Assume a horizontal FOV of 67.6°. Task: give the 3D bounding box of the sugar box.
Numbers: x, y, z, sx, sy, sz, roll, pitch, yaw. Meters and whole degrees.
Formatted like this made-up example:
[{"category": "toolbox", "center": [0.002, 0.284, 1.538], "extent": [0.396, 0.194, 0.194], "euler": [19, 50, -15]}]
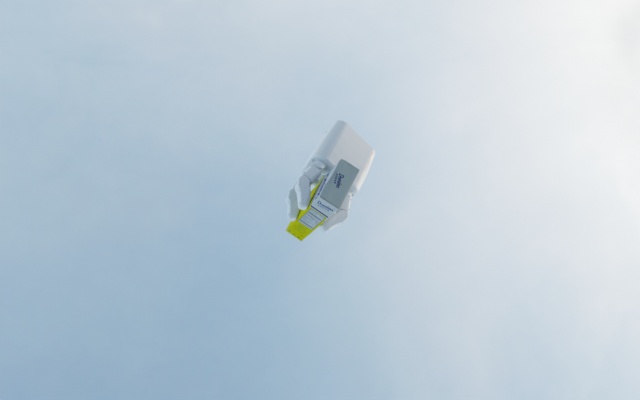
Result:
[{"category": "sugar box", "center": [0.000, 0.002, 0.865], "extent": [0.048, 0.093, 0.176], "euler": [32, -32, -5]}]
